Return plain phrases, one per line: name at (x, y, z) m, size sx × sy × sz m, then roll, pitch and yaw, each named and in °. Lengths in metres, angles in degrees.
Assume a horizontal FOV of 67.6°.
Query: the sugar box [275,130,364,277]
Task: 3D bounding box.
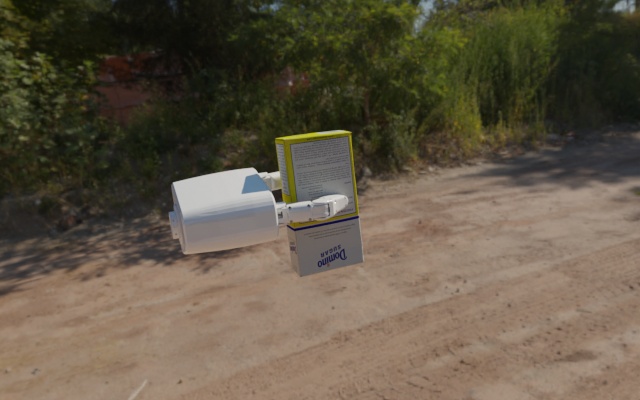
sugar box at (0.000, 0.002, 0.619) m, size 0.093 × 0.176 × 0.048 m, roll -10°, pitch 14°, yaw -19°
